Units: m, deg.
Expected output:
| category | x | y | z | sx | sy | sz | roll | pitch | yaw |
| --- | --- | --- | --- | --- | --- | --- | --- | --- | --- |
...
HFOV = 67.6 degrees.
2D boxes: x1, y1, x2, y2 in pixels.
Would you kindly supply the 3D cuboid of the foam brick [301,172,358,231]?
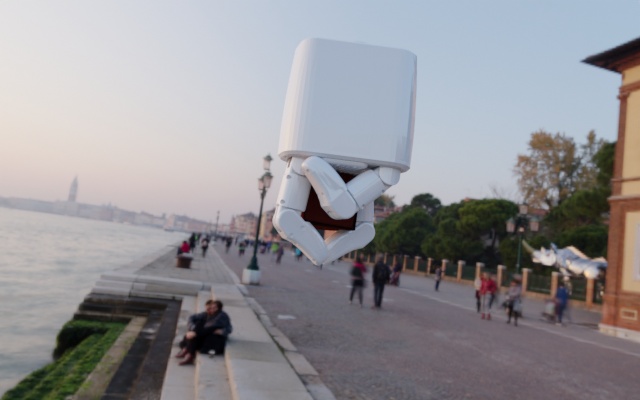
| category | x | y | z | sx | sy | sz | roll | pitch | yaw |
| --- | --- | --- | --- | --- | --- | --- | --- | --- | --- |
| foam brick | 0.000 | 0.002 | 0.467 | 0.053 | 0.051 | 0.078 | 8 | -6 | -18 |
